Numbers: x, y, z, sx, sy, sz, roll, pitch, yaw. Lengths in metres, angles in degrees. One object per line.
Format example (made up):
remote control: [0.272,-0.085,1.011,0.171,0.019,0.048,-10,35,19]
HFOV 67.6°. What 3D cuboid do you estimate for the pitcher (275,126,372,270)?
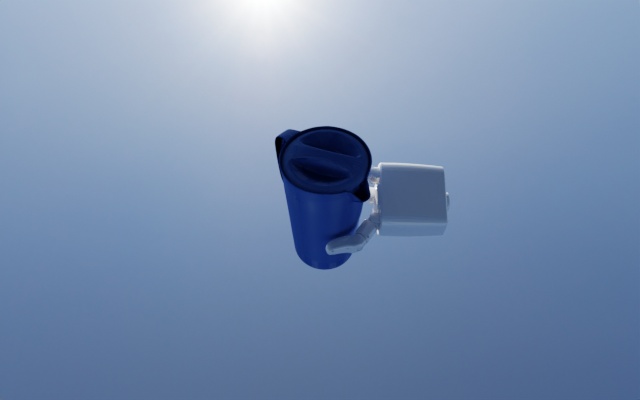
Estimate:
pitcher: [0.000,0.003,0.775,0.145,0.149,0.243,0,-37,0]
